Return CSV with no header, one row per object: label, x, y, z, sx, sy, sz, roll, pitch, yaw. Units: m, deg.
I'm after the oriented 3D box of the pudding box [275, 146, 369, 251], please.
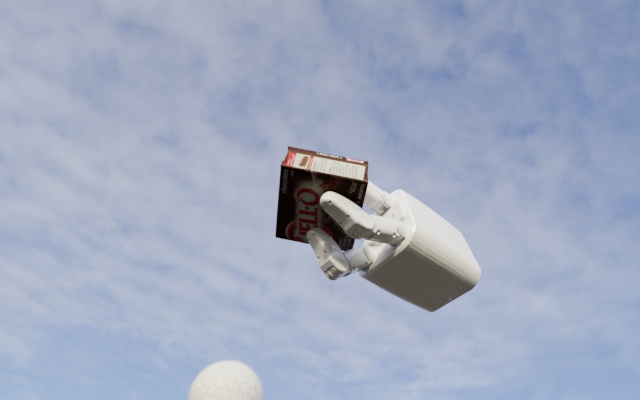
pudding box,0.000,0.002,0.519,0.090,0.114,0.039,10,42,2
